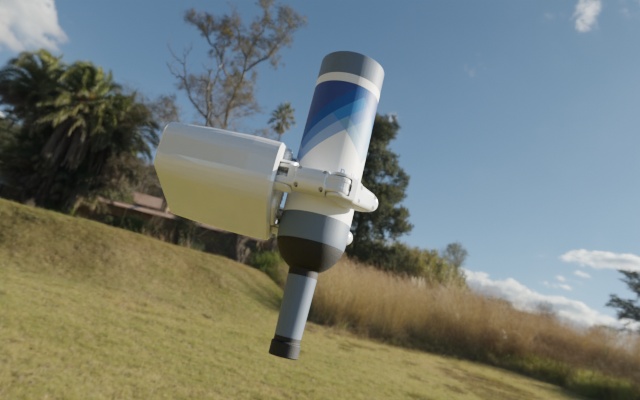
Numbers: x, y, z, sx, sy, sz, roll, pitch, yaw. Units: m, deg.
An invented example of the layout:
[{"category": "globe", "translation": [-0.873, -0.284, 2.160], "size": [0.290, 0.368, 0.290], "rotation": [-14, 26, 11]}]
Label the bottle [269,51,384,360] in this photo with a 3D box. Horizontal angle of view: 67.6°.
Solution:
[{"category": "bottle", "translation": [0.000, 0.001, 0.464], "size": [0.069, 0.295, 0.069], "rotation": [13, -14, 3]}]
